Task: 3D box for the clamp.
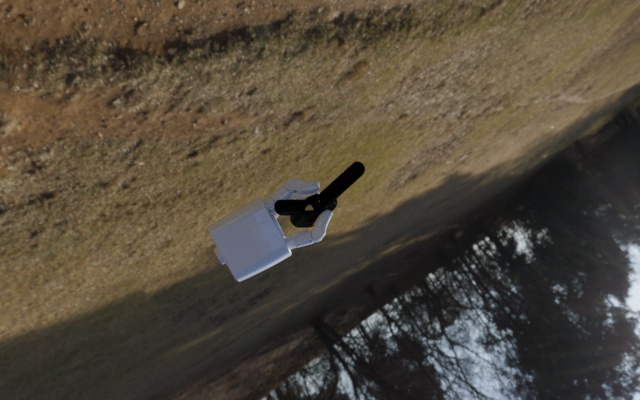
[{"bbox_3d":[0.000,0.004,0.851,0.164,0.036,0.210,-28,-14,-8],"label":"clamp"}]
